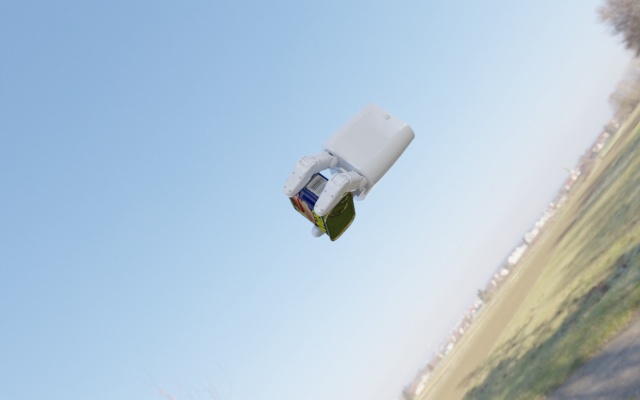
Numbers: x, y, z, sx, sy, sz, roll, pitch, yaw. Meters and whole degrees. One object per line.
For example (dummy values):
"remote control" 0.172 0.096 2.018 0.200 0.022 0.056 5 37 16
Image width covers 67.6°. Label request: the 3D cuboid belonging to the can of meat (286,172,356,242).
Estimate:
"can of meat" 0.000 0.002 0.700 0.084 0.057 0.102 37 -15 23
